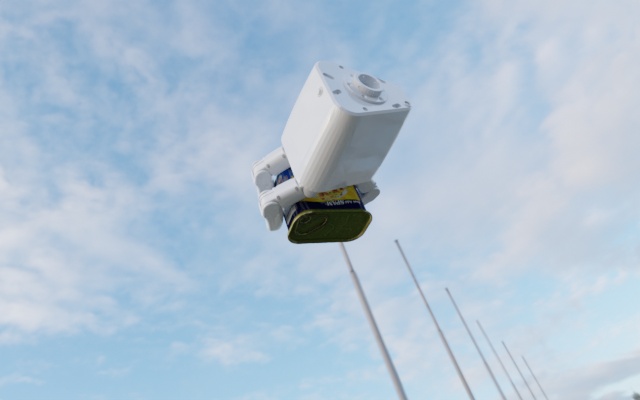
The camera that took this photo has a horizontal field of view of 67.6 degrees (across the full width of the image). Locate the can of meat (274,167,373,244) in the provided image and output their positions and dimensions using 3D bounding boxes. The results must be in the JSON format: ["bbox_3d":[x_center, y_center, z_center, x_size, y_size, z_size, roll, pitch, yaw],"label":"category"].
[{"bbox_3d":[0.000,0.002,0.581,0.102,0.084,0.057,0,-42,-26],"label":"can of meat"}]
